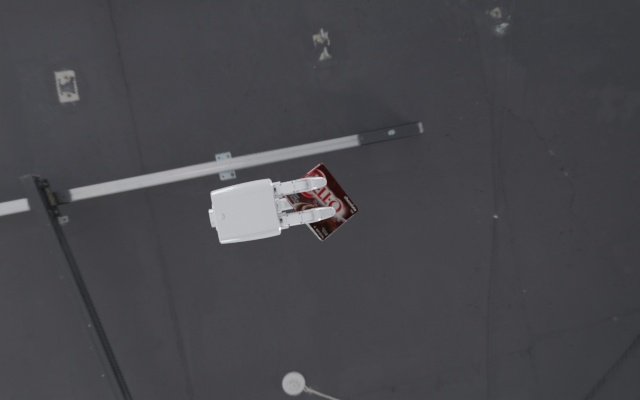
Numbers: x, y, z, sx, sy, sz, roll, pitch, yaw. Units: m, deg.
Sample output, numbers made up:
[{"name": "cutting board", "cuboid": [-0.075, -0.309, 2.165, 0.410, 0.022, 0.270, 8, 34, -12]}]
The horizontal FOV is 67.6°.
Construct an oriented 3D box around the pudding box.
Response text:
[{"name": "pudding box", "cuboid": [0.000, 0.003, 0.869, 0.090, 0.113, 0.039, -40, 8, -10]}]
